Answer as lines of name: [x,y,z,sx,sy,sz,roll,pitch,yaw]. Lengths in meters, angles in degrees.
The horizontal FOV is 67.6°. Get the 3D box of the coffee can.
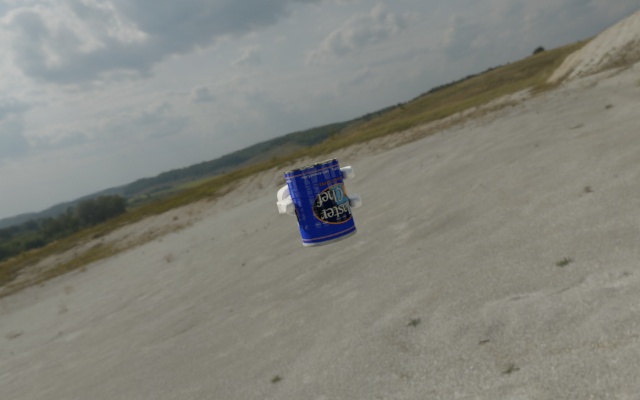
coffee can: [0.000,0.003,0.871,0.103,0.140,0.103,-15,6,2]
